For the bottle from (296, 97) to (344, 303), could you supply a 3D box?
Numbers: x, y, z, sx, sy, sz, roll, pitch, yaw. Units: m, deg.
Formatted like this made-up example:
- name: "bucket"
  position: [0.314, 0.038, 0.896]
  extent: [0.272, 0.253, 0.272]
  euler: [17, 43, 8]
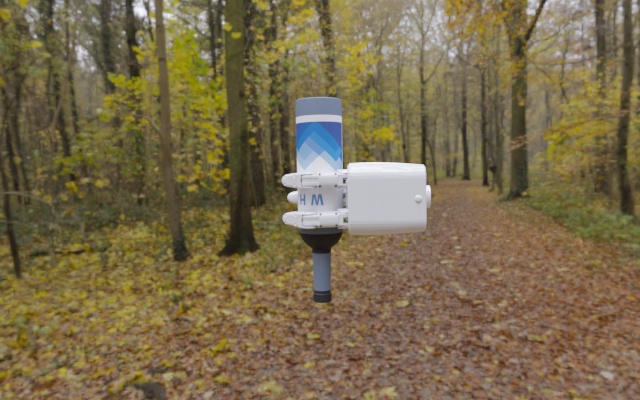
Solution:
- name: "bottle"
  position: [0.000, 0.002, 0.700]
  extent: [0.069, 0.296, 0.069]
  euler: [-1, 4, 0]
